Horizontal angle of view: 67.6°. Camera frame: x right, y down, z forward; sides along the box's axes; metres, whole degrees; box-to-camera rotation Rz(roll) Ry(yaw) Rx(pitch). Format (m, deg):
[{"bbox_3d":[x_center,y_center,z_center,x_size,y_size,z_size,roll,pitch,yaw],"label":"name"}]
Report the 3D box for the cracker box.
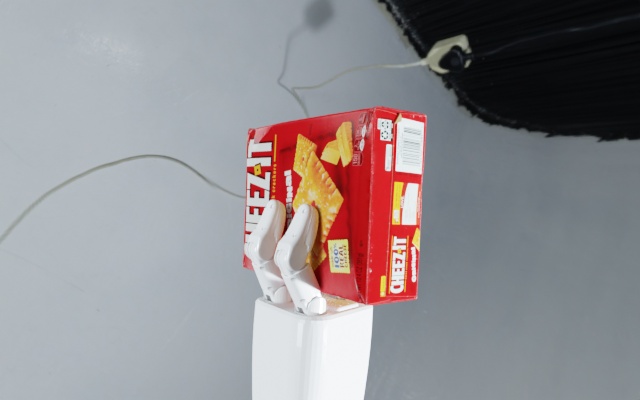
[{"bbox_3d":[0.000,0.002,0.479,0.072,0.164,0.213,2,1,-38],"label":"cracker box"}]
